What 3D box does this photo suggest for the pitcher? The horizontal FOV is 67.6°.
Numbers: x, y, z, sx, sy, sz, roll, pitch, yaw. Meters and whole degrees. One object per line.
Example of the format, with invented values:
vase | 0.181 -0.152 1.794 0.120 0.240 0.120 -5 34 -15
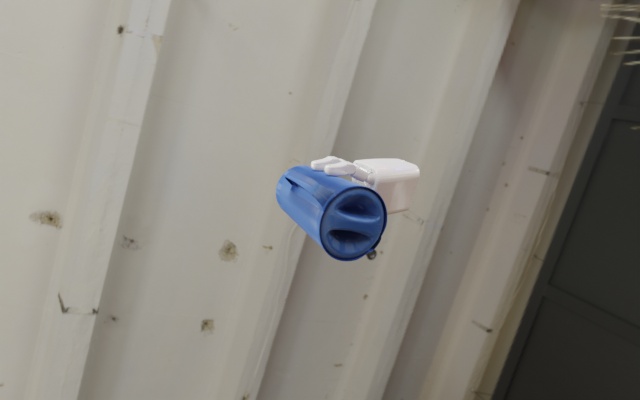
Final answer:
pitcher | 0.000 0.003 0.893 0.145 0.149 0.242 -10 20 -25
